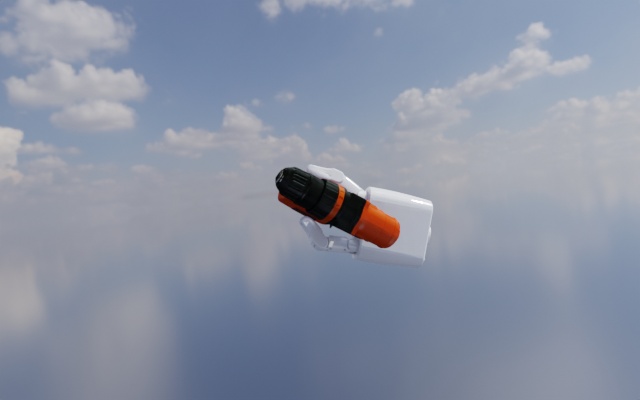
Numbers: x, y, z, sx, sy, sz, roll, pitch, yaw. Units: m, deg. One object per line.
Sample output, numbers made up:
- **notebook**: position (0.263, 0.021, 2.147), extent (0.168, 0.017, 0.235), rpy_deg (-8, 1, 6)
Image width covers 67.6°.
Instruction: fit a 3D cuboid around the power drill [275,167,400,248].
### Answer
- **power drill**: position (0.000, 0.002, 0.676), extent (0.184, 0.057, 0.187), rpy_deg (29, -2, -21)
